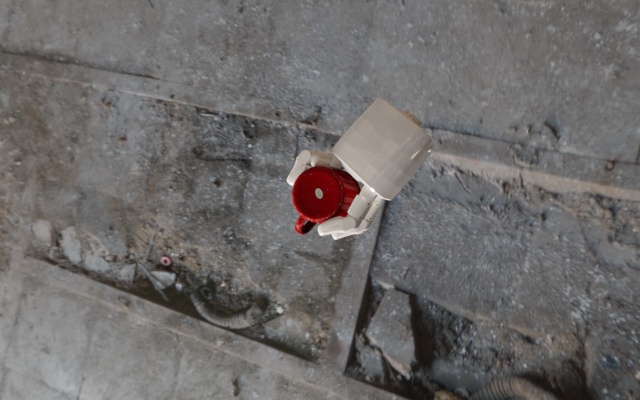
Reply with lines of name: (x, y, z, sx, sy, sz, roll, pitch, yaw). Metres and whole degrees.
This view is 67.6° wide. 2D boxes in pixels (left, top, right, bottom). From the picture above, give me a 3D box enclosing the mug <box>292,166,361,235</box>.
mug: (-0.001, 0.003, 0.720, 0.093, 0.117, 0.081, 42, 9, 17)
